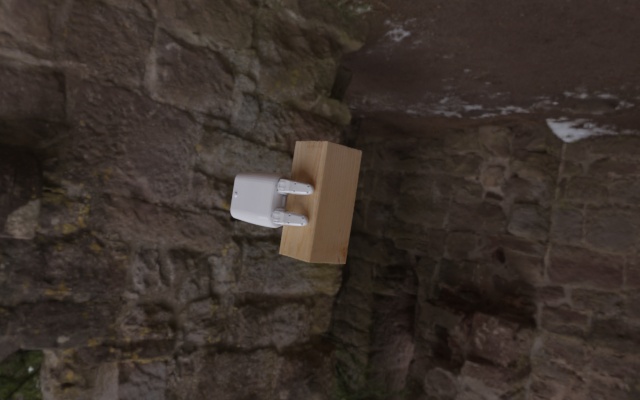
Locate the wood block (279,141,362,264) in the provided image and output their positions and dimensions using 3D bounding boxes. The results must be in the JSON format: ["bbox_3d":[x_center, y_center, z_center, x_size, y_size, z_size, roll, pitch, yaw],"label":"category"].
[{"bbox_3d":[0.000,0.003,0.859,0.091,0.206,0.090,9,-1,-42],"label":"wood block"}]
